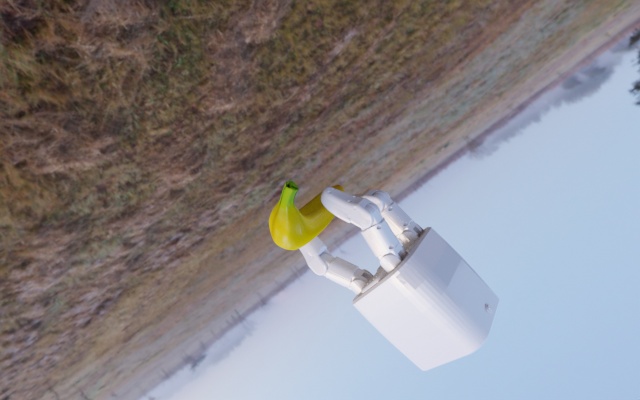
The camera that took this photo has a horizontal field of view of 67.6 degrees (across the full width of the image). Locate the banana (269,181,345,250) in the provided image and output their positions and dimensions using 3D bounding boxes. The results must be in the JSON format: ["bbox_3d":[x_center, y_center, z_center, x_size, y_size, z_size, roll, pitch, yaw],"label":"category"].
[{"bbox_3d":[-0.012,0.016,0.495,0.037,0.069,0.198,40,10,9],"label":"banana"}]
